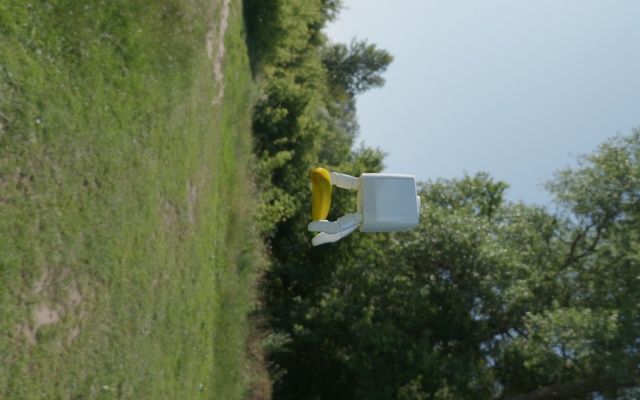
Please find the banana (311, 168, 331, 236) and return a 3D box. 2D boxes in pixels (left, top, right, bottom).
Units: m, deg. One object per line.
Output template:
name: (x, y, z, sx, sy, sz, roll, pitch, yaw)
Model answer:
banana: (0.001, -0.011, 0.890, 0.037, 0.069, 0.198, 2, -35, 2)
